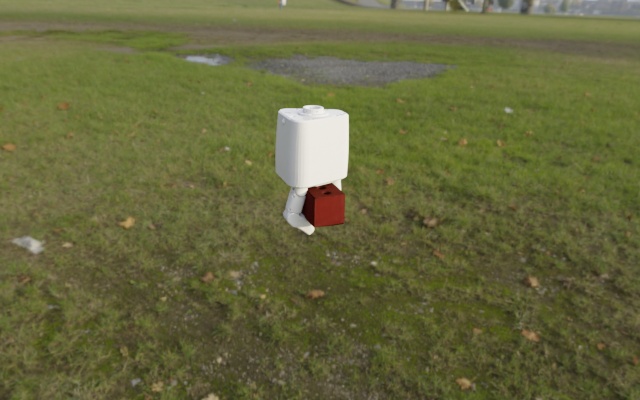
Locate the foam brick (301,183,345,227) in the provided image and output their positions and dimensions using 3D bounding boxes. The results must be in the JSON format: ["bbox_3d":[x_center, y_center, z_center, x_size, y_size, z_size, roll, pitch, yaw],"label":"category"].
[{"bbox_3d":[0.000,0.003,0.767,0.053,0.051,0.078,-7,25,-22],"label":"foam brick"}]
